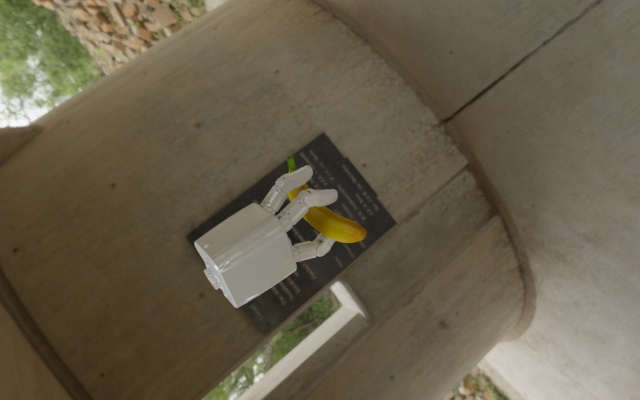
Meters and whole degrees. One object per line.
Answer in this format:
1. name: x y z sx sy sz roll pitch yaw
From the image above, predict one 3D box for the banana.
1. banana: -0.002 0.013 0.734 0.037 0.070 0.197 -27 53 -25
